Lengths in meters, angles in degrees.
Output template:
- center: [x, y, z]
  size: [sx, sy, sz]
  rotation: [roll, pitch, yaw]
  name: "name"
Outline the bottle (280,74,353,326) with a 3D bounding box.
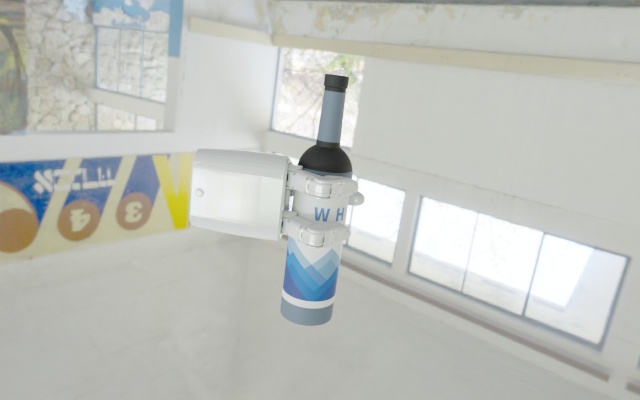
- center: [0.000, 0.002, 0.568]
  size: [0.069, 0.296, 0.069]
  rotation: [7, 15, -2]
  name: "bottle"
